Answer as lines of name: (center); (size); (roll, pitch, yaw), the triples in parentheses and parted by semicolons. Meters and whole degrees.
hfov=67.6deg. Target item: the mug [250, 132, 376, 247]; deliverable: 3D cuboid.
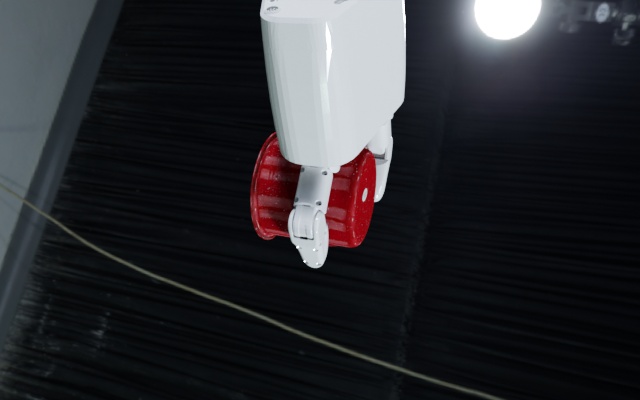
mug: (0.000, 0.002, 0.406); (0.081, 0.093, 0.117); (9, -41, 17)
